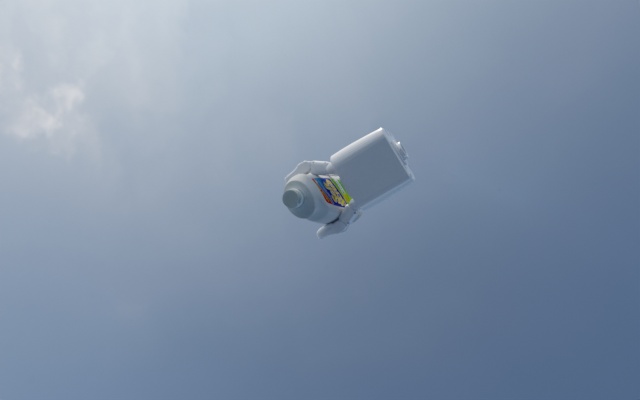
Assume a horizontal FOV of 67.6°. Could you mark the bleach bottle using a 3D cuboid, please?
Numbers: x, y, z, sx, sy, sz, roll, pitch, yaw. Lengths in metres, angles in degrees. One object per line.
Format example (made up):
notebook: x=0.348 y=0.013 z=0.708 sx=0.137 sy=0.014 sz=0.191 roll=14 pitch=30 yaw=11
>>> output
bleach bottle: x=0.000 y=0.003 z=0.860 sx=0.068 sy=0.102 sz=0.251 roll=-30 pitch=-9 yaw=18
